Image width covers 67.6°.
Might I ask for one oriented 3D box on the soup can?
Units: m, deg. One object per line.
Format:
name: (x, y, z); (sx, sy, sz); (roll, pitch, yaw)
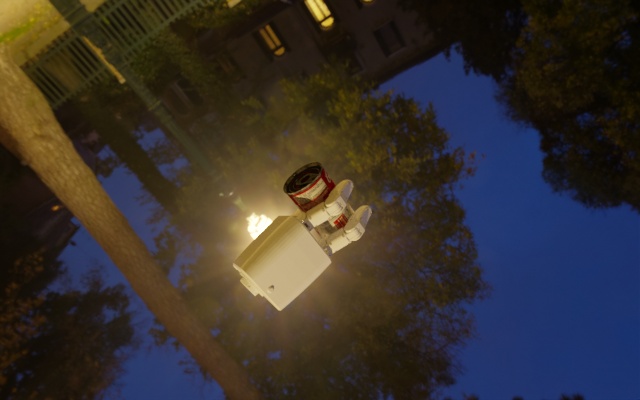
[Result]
soup can: (0.001, 0.002, 0.721); (0.068, 0.102, 0.068); (-28, 29, 17)
